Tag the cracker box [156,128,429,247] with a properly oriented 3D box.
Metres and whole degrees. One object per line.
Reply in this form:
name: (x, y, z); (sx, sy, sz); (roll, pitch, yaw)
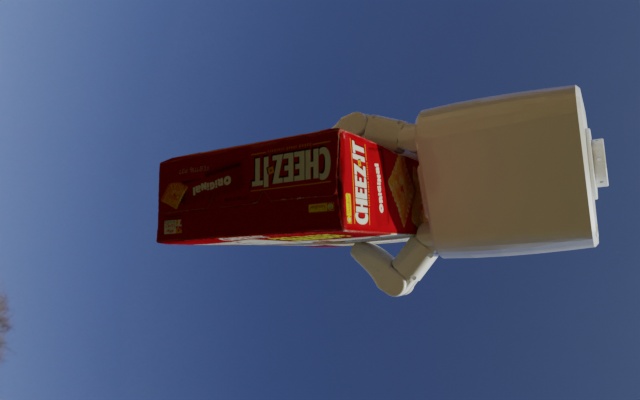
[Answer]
cracker box: (0.000, 0.002, 0.407); (0.164, 0.072, 0.214); (-7, -9, 31)
